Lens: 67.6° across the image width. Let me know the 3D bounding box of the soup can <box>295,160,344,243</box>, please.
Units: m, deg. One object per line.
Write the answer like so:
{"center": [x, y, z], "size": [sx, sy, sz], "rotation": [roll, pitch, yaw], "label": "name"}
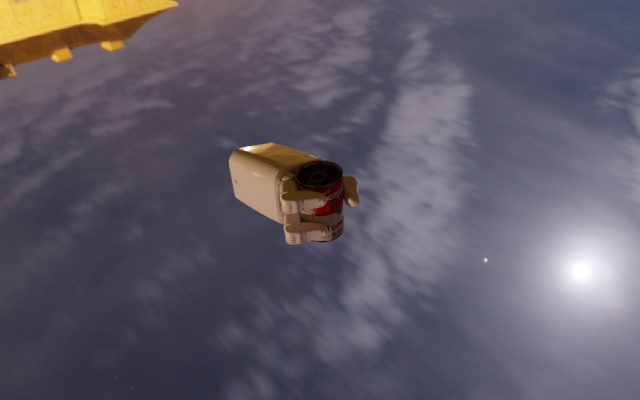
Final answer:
{"center": [0.001, 0.003, 0.697], "size": [0.068, 0.102, 0.068], "rotation": [-2, 36, 2], "label": "soup can"}
